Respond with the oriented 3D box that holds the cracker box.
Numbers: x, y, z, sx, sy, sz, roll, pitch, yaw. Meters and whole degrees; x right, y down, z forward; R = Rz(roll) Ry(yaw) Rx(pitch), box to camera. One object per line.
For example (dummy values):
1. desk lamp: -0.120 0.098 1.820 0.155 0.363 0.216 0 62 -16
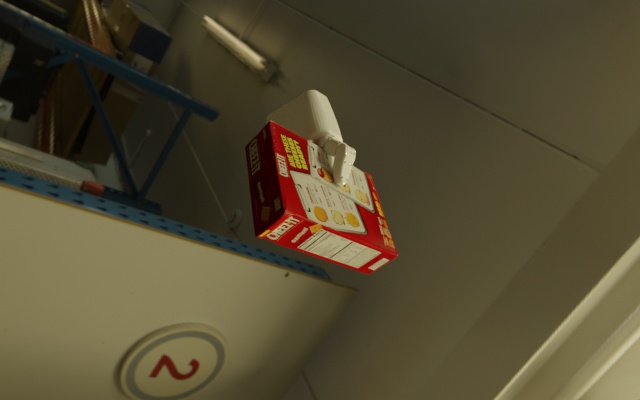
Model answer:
1. cracker box: 0.000 0.002 0.687 0.214 0.164 0.072 23 -51 -37
